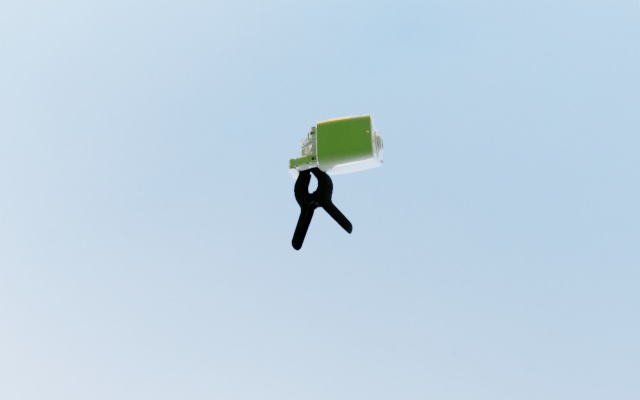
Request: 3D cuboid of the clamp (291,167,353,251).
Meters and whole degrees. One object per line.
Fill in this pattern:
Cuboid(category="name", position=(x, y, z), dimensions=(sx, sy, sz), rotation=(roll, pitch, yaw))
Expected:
Cuboid(category="clamp", position=(0.000, 0.003, 0.884), dimensions=(0.120, 0.171, 0.039), rotation=(-8, -19, 18))
